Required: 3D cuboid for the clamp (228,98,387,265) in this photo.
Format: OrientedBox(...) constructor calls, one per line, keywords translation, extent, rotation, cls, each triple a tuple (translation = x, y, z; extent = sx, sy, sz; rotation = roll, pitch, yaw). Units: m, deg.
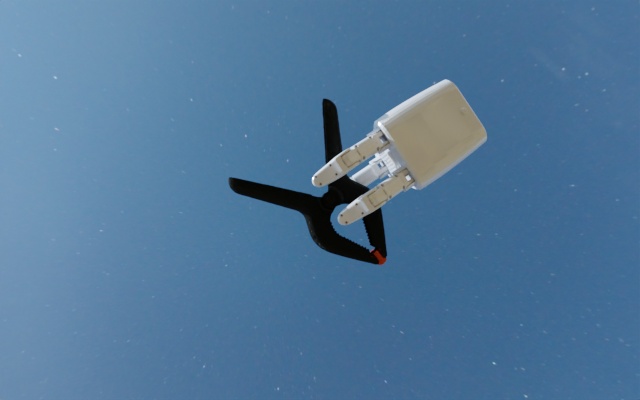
OrientedBox(translation=(0.001, 0.002, 0.591), extent=(0.164, 0.210, 0.036), rotation=(-34, 0, -3), cls="clamp")
